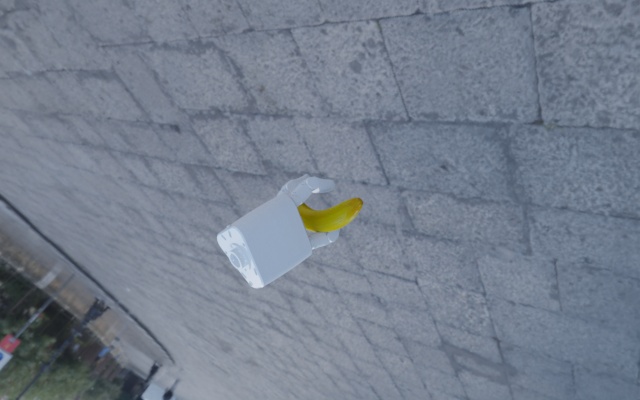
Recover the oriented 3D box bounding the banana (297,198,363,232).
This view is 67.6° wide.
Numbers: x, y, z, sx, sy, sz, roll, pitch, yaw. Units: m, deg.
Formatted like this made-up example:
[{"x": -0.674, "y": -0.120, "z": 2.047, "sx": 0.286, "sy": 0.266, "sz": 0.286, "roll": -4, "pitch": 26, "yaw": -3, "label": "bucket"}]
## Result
[{"x": -0.001, "y": 0.021, "z": 0.807, "sx": 0.037, "sy": 0.069, "sz": 0.198, "roll": -9, "pitch": 12, "yaw": -37, "label": "banana"}]
